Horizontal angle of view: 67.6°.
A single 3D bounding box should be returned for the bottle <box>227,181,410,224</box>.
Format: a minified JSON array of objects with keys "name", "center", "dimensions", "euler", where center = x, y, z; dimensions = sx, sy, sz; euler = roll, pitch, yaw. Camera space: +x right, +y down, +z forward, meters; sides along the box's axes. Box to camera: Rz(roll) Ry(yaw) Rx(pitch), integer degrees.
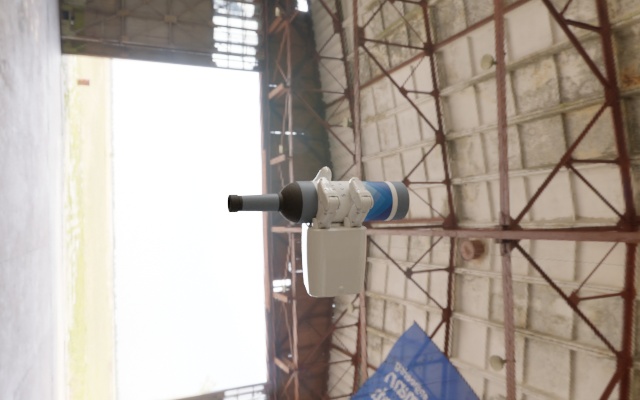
[{"name":"bottle","center":[0.000,0.002,0.760],"dimensions":[0.296,0.069,0.069],"euler":[-1,0,-24]}]
